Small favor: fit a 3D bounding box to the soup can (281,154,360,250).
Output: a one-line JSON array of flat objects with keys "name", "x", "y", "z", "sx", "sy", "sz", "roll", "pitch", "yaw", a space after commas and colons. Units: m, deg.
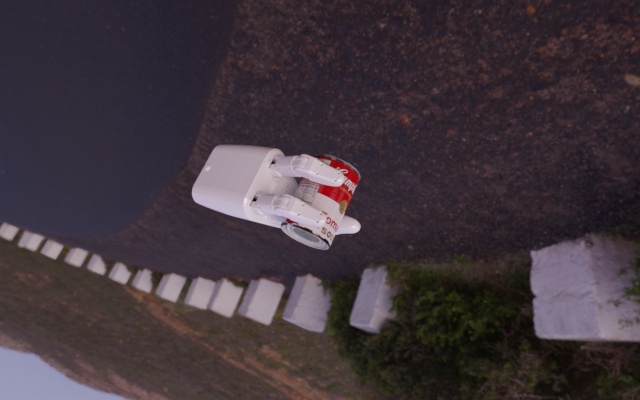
[{"name": "soup can", "x": 0.000, "y": 0.002, "z": 0.601, "sx": 0.068, "sy": 0.102, "sz": 0.068, "roll": 22, "pitch": -18, "yaw": 8}]
